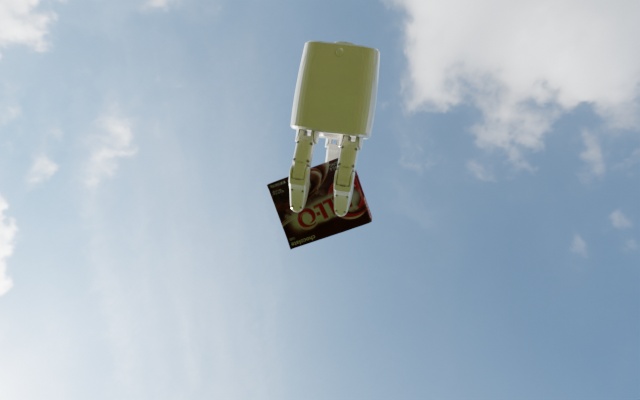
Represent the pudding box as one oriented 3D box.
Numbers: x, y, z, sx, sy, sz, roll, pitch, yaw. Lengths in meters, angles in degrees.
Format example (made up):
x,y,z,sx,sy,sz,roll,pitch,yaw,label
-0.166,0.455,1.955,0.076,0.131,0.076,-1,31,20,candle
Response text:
x,y,z,sx,sy,sz,roll,pitch,yaw,label
0.000,0.002,0.613,0.113,0.090,0.039,-20,1,11,pudding box
